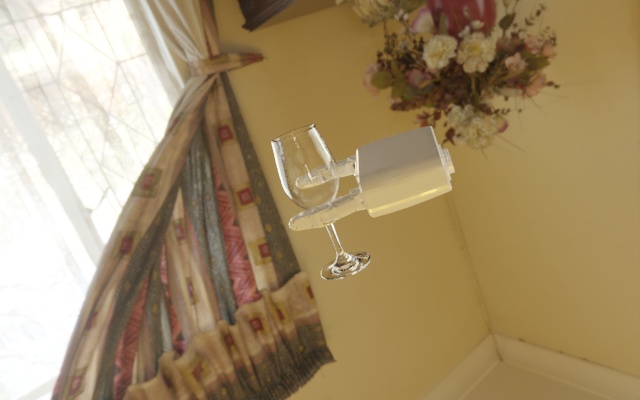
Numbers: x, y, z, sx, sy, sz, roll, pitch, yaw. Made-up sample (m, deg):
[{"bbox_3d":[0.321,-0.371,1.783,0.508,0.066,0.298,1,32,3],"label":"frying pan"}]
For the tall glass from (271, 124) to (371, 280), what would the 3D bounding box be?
[{"bbox_3d":[0.000,0.003,0.643,0.079,0.201,0.079,-20,15,6],"label":"tall glass"}]
